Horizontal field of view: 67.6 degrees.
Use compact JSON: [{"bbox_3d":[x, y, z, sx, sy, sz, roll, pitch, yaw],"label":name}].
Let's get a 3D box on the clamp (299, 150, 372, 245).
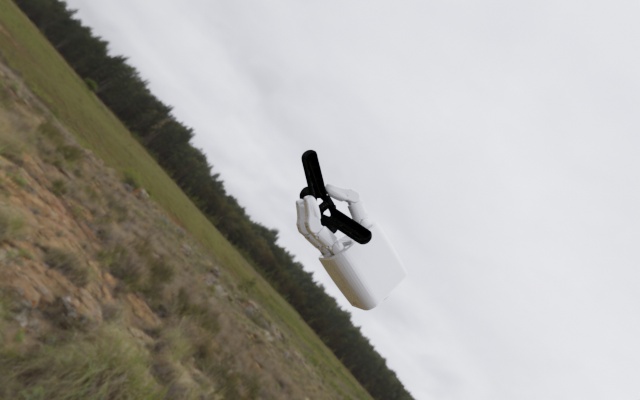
[{"bbox_3d":[0.001,0.002,0.791,0.036,0.164,0.210,-33,4,-17],"label":"clamp"}]
